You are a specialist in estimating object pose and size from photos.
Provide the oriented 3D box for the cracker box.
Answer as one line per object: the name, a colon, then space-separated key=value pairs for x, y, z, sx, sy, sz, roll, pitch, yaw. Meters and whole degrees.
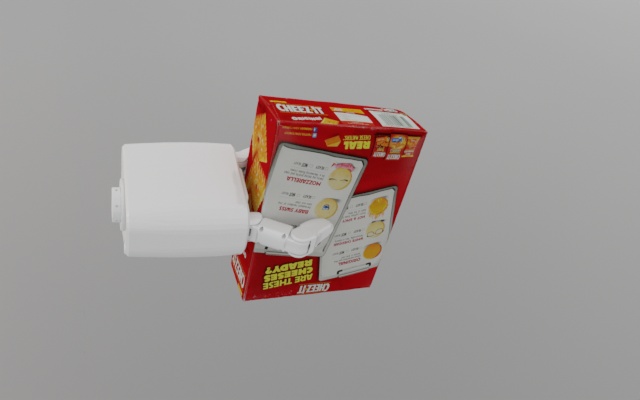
cracker box: x=0.000 y=0.002 z=0.520 sx=0.164 sy=0.214 sz=0.072 roll=-1 pitch=34 yaw=-25
